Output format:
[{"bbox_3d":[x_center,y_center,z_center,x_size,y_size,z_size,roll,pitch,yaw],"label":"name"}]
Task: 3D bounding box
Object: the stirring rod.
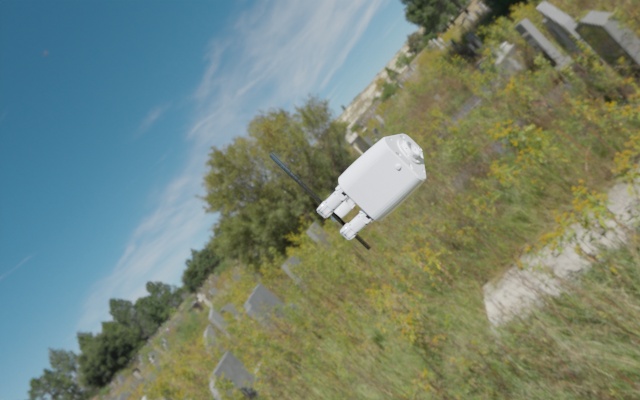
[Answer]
[{"bbox_3d":[0.000,0.003,0.841,0.239,0.011,0.011,44,-3,-3],"label":"stirring rod"}]
